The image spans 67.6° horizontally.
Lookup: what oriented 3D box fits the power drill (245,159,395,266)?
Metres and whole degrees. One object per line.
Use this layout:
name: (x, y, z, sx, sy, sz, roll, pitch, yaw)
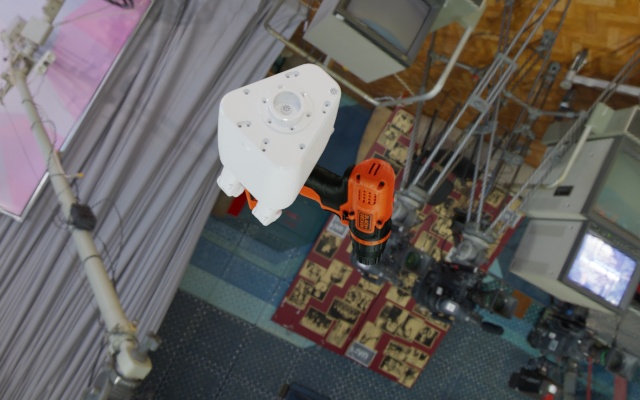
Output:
power drill: (0.000, 0.002, 0.598, 0.187, 0.057, 0.185, 17, -37, 15)
